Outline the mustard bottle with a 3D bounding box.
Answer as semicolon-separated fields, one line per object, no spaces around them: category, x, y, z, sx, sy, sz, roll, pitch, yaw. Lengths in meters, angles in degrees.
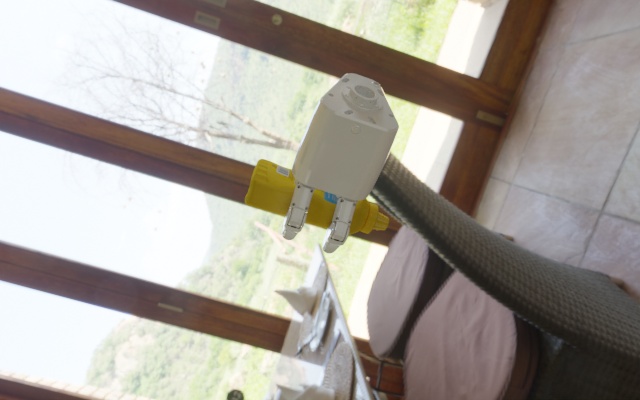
mustard bottle;0.000;0.002;0.636;0.191;0.058;0.096;18;17;-7
